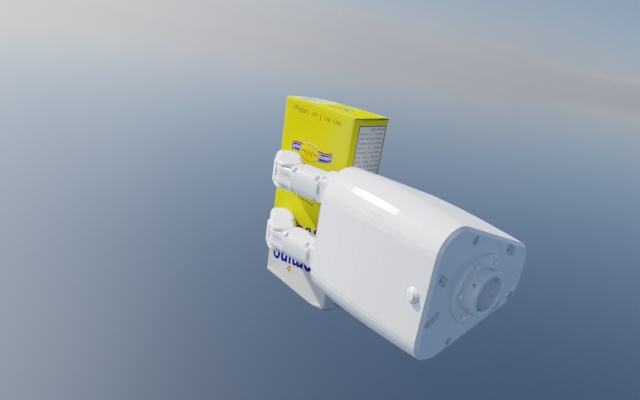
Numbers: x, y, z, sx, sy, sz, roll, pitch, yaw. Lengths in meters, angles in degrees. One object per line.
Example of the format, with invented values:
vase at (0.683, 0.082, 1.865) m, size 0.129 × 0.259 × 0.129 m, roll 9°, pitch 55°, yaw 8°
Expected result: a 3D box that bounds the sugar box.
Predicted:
sugar box at (0.000, 0.001, 0.434) m, size 0.048 × 0.176 × 0.093 m, roll -6°, pitch 24°, yaw -40°
